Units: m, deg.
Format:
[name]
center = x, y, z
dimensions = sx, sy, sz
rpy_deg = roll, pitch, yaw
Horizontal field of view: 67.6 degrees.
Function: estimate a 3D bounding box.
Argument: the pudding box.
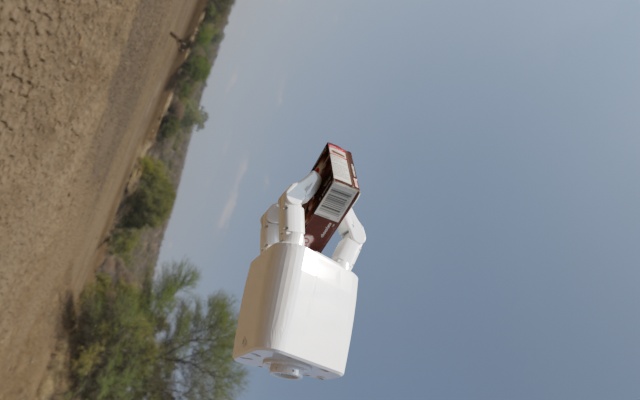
[pudding box]
center = 0.000, 0.002, 0.560
dimensions = 0.039, 0.113, 0.090
rpy_deg = 23, 29, -19
